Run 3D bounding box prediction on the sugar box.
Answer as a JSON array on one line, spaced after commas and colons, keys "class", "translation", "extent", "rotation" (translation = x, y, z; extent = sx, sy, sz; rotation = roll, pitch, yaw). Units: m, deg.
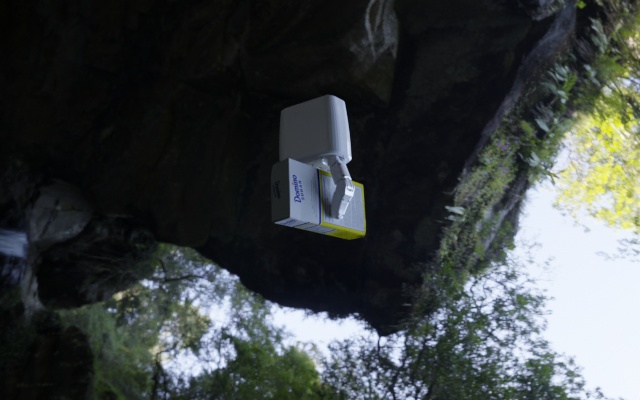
[{"class": "sugar box", "translation": [0.000, 0.002, 0.750], "extent": [0.176, 0.093, 0.048], "rotation": [16, -26, -42]}]
